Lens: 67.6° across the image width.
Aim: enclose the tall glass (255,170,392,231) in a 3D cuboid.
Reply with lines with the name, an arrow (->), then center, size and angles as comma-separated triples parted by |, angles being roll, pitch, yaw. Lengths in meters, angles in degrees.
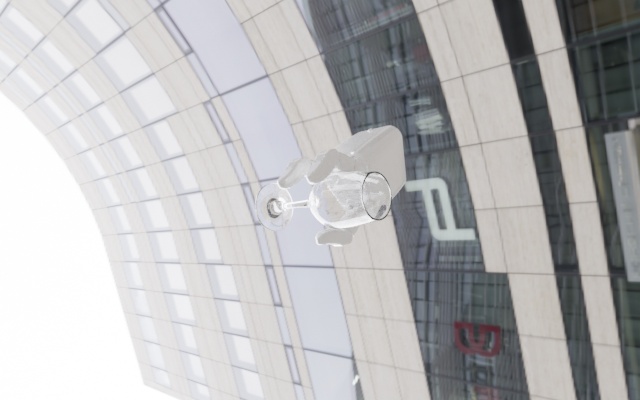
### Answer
tall glass -> 0.000, 0.002, 0.662 | 0.201, 0.079, 0.079 | -6, -4, 45
